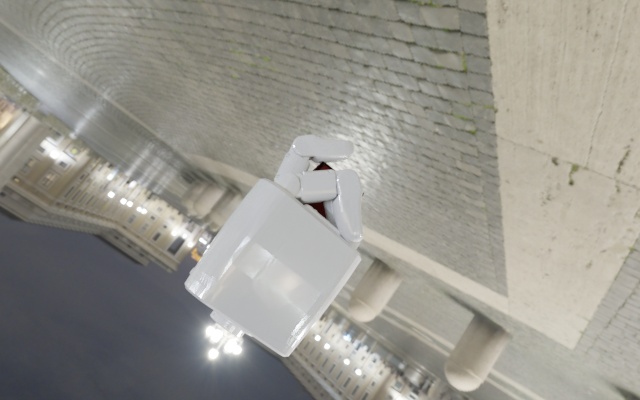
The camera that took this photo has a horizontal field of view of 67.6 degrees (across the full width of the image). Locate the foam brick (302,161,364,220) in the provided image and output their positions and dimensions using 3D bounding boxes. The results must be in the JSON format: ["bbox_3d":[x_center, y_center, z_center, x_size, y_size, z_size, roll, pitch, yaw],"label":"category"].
[{"bbox_3d":[0.000,0.002,0.481,0.053,0.051,0.078,38,-11,-3],"label":"foam brick"}]
